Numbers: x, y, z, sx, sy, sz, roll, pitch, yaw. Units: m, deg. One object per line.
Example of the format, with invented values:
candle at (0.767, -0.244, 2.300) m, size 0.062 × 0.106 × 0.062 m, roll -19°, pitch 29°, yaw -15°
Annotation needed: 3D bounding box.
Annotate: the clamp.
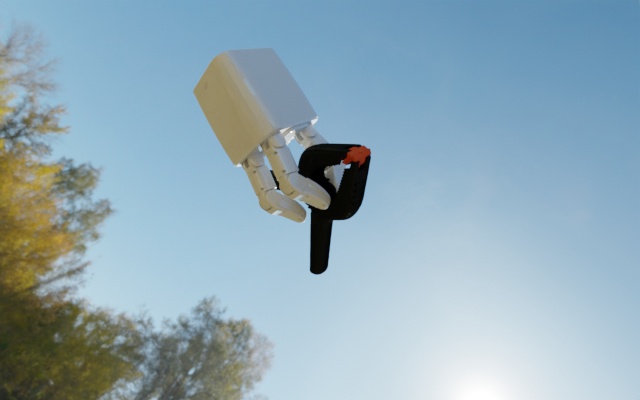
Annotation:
clamp at (0.001, 0.001, 0.580) m, size 0.036 × 0.164 × 0.210 m, roll -30°, pitch -1°, yaw -37°
